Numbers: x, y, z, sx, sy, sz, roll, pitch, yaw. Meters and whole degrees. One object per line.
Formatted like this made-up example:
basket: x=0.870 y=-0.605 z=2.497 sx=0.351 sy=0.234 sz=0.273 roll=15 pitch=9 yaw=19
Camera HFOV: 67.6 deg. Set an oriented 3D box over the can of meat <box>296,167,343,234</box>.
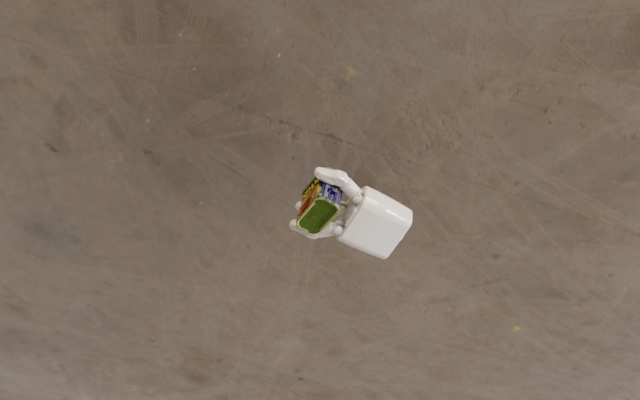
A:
can of meat: x=0.000 y=0.003 z=0.894 sx=0.057 sy=0.084 sz=0.102 roll=28 pitch=-47 yaw=-15
